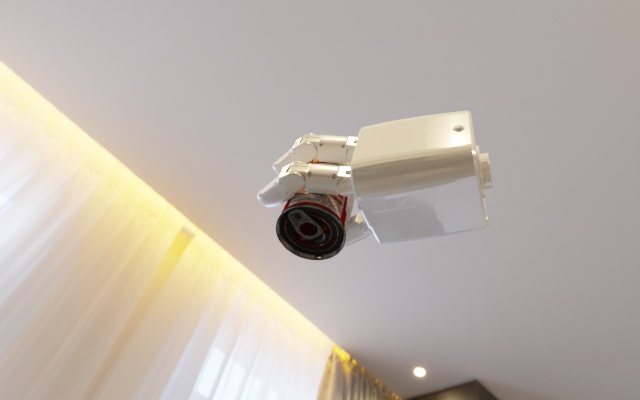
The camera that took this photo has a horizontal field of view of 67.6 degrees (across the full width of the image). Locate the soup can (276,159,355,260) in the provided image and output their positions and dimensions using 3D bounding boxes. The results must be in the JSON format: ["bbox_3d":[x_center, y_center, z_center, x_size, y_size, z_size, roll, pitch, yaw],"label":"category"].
[{"bbox_3d":[0.000,0.002,0.489,0.068,0.069,0.102,0,37,14],"label":"soup can"}]
